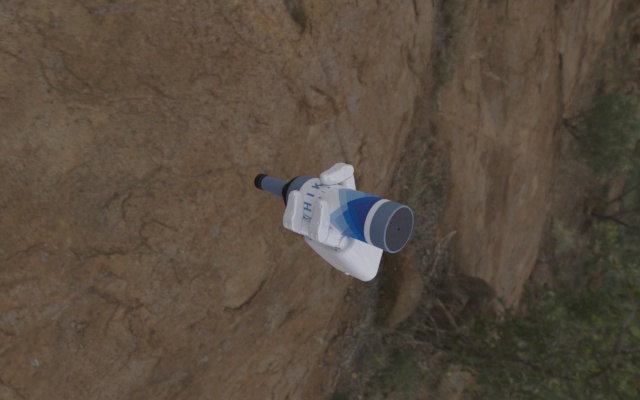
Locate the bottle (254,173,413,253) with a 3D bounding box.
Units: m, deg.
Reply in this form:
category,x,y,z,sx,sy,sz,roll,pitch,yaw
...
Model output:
category,x,y,z,sx,sy,sz,roll,pitch,yaw
bottle,0.000,0.002,0.731,0.295,0.069,0.069,19,13,41
